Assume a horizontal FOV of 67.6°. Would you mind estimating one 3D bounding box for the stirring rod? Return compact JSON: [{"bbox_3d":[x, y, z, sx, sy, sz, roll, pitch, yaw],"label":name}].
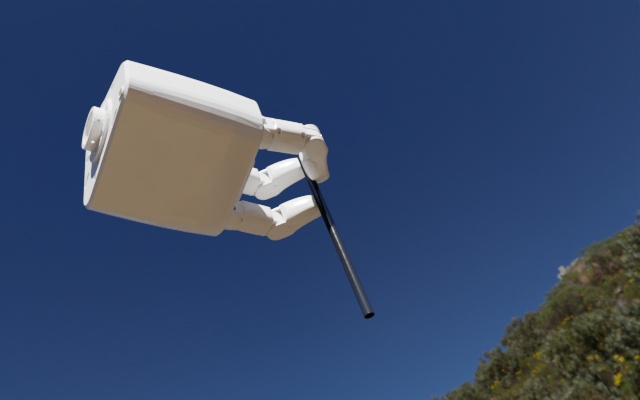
[{"bbox_3d":[0.000,0.001,0.427,0.011,0.011,0.239,0,43,-24],"label":"stirring rod"}]
